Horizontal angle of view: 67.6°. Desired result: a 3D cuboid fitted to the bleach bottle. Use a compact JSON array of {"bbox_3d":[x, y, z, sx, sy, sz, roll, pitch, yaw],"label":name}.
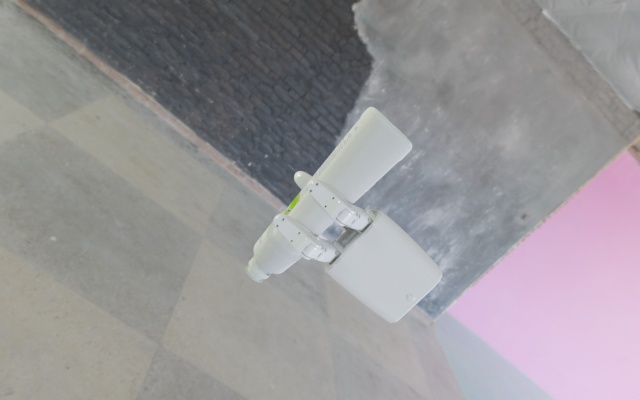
[{"bbox_3d":[0.000,0.002,0.580,0.068,0.251,0.102,42,14,-5],"label":"bleach bottle"}]
